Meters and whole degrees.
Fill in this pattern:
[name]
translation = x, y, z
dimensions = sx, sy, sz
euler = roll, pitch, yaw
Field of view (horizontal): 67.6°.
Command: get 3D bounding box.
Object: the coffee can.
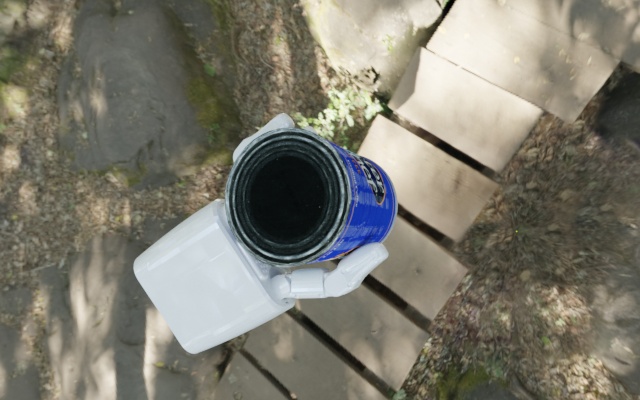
[coffee can]
translation = 0.000, 0.001, 0.410
dimensions = 0.103, 0.103, 0.140
euler = 0, -3, 22
